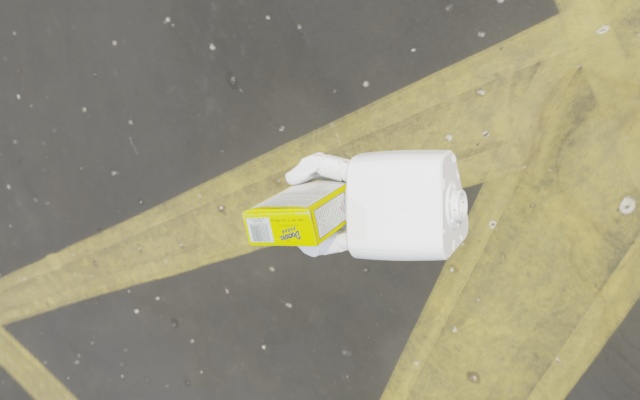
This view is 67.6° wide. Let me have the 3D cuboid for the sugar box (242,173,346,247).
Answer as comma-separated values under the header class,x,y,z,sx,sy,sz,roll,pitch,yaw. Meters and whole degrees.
class,x,y,z,sx,sy,sz,roll,pitch,yaw
sugar box,0.000,0.002,0.561,0.093,0.048,0.176,-2,15,34
